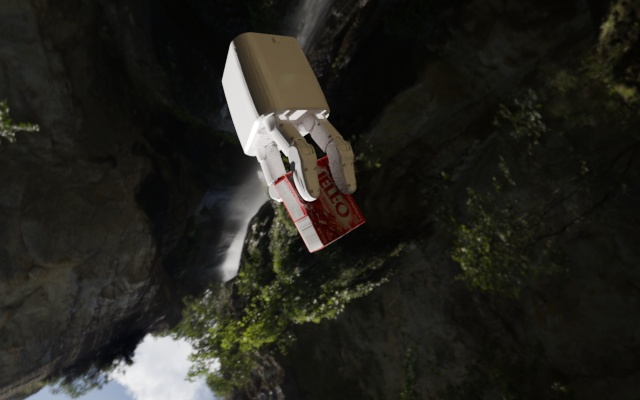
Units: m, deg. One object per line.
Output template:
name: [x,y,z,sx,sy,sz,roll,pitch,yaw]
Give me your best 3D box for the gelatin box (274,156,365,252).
gelatin box: [0.000,0.002,0.533,0.073,0.089,0.030,-27,-1,-42]
